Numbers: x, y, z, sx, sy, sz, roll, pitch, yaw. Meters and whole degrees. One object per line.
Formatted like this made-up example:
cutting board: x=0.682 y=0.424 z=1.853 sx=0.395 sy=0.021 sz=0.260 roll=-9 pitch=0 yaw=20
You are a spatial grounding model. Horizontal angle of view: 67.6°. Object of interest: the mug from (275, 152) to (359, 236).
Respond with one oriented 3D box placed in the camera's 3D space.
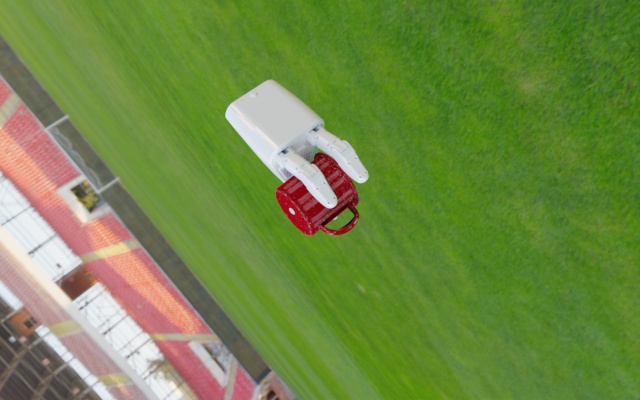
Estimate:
mug: x=0.001 y=0.003 z=0.652 sx=0.081 sy=0.117 sz=0.093 roll=-38 pitch=-23 yaw=-18
